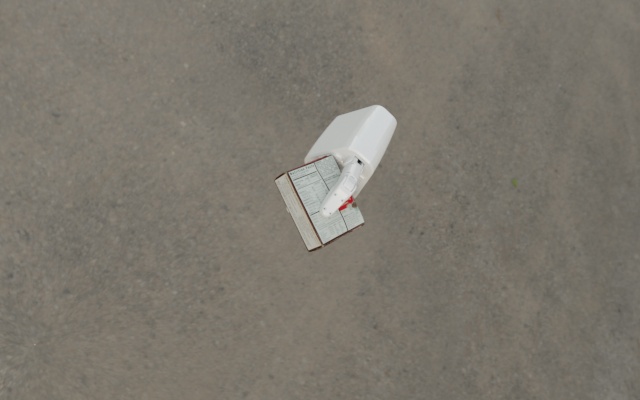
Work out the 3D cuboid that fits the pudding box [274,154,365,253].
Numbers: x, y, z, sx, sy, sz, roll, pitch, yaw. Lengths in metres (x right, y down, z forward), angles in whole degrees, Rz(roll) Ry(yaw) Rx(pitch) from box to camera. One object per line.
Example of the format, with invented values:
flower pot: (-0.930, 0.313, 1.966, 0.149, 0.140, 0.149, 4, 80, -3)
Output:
pudding box: (0.000, 0.002, 0.655, 0.090, 0.113, 0.039, -24, -4, -39)
